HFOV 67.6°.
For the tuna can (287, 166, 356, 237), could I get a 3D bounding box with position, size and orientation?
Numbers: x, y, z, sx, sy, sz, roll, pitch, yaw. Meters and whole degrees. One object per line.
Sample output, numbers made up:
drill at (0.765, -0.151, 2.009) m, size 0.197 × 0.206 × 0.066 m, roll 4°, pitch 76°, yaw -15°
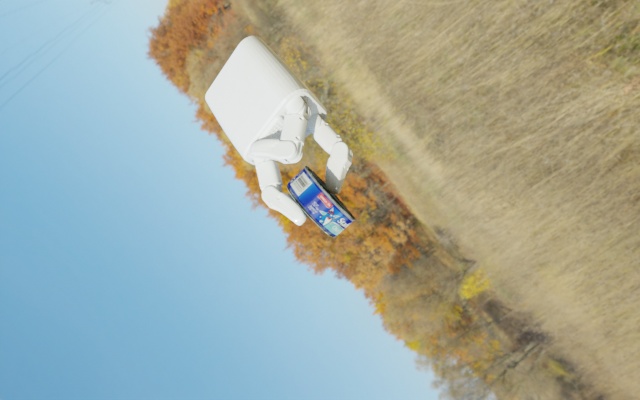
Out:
tuna can at (0.000, 0.002, 0.558) m, size 0.034 × 0.086 × 0.086 m, roll -42°, pitch -5°, yaw 5°
